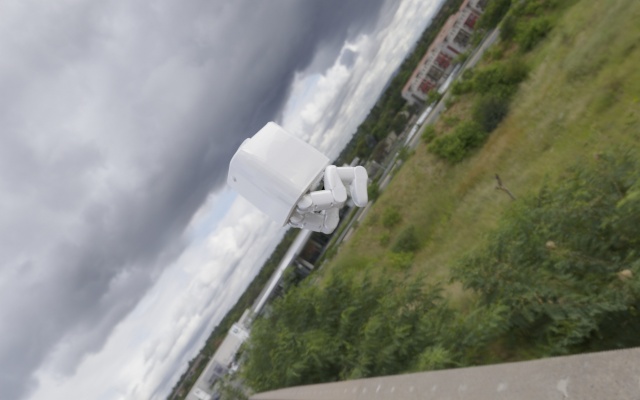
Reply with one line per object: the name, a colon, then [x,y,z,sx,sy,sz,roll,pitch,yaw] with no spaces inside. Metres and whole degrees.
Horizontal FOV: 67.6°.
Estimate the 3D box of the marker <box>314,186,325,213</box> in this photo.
marker: [0.000,0.002,0.734,0.020,0.020,0.121,0,-23,-15]
